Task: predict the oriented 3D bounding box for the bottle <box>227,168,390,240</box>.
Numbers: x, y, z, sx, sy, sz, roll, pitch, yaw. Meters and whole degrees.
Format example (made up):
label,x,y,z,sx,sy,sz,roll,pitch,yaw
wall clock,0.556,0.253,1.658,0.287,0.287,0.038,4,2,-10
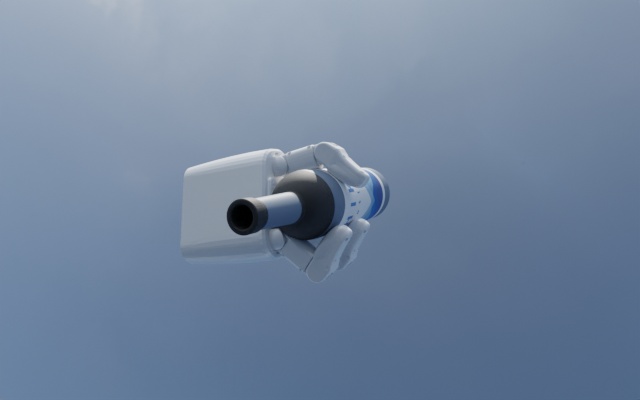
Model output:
label,x,y,z,sx,sy,sz,roll,pitch,yaw
bottle,0.000,0.002,0.482,0.069,0.069,0.295,0,4,23
